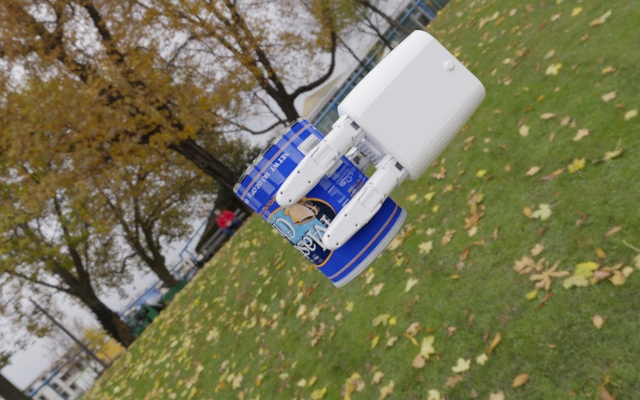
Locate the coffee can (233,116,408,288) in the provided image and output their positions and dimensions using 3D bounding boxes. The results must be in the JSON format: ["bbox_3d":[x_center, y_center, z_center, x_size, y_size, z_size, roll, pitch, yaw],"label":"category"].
[{"bbox_3d":[0.000,0.002,0.475,0.140,0.103,0.103,43,-2,-2],"label":"coffee can"}]
